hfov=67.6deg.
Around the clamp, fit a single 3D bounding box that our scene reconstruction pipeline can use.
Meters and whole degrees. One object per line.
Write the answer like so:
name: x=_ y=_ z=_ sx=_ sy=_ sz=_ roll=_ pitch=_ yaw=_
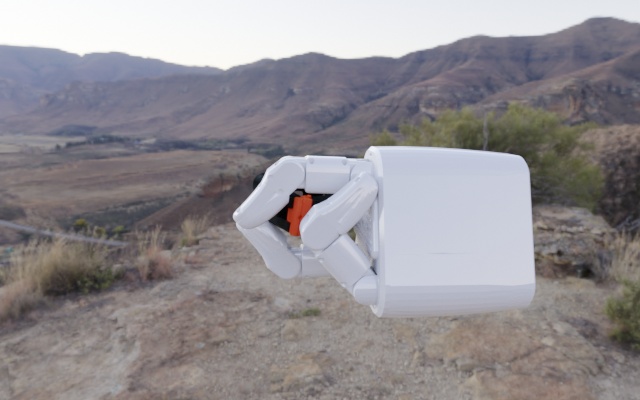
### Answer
clamp: x=0.000 y=0.001 z=0.409 sx=0.120 sy=0.039 sz=0.171 roll=1 pitch=11 yaw=-6
